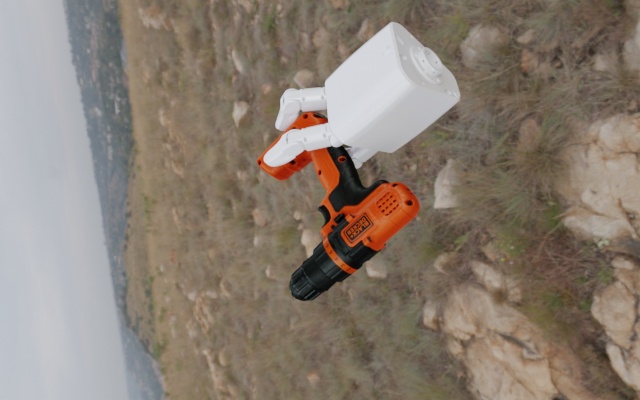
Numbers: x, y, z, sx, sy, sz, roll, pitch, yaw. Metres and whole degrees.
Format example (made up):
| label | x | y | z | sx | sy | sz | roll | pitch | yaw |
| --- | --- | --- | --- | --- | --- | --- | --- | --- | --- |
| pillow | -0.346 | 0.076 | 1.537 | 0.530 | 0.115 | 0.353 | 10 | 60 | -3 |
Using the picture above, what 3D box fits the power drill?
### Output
| label | x | y | z | sx | sy | sz | roll | pitch | yaw |
| --- | --- | --- | --- | --- | --- | --- | --- | --- | --- |
| power drill | 0.000 | 0.001 | 0.571 | 0.184 | 0.187 | 0.057 | -42 | -26 | 15 |
